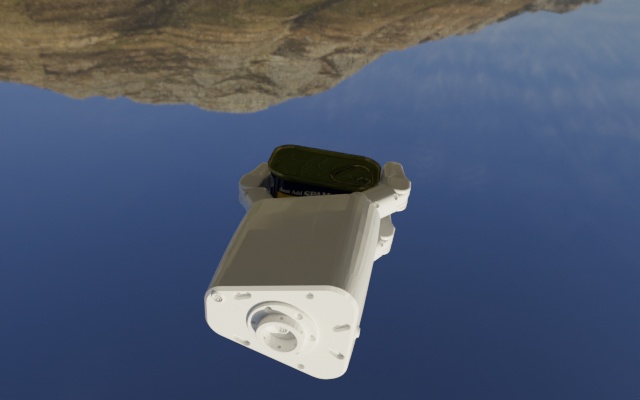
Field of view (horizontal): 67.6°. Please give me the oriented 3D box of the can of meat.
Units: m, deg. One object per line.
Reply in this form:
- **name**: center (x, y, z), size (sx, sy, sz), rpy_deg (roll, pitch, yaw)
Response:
- **can of meat**: center (0.000, 0.002, 0.456), size (0.102, 0.084, 0.057), rpy_deg (10, 34, 3)
